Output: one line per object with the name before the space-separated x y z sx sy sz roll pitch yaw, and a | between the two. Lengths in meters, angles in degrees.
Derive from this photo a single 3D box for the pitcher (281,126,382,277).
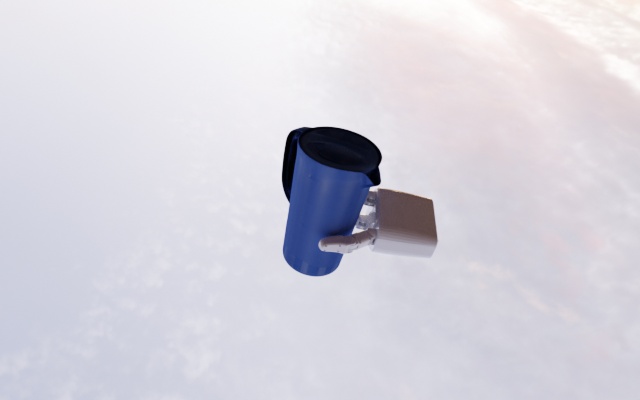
pitcher | 0.000 0.003 0.803 0.145 0.243 0.149 8 36 -9
